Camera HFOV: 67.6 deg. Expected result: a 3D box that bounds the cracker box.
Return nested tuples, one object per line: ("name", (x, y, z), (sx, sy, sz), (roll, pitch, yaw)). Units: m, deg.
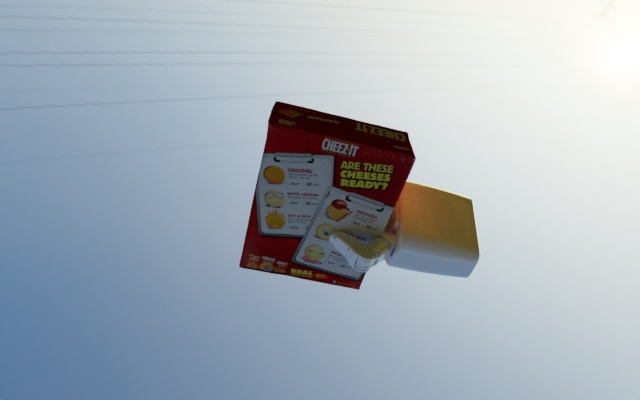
("cracker box", (0.000, 0.002, 0.587), (0.164, 0.214, 0.072), (12, 35, -7))
